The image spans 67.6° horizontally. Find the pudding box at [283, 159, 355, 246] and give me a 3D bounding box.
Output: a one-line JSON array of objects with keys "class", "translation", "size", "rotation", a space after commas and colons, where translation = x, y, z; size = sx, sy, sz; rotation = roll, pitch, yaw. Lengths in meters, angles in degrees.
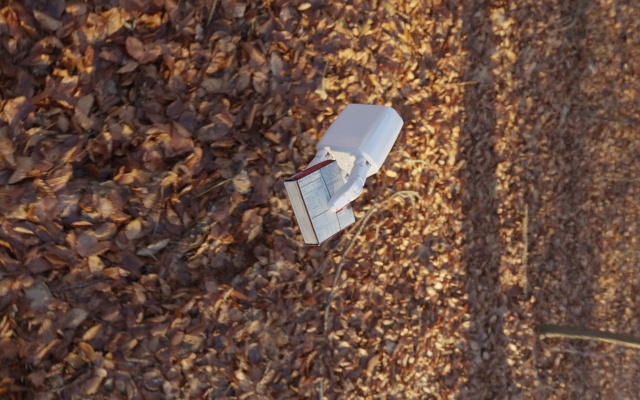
[{"class": "pudding box", "translation": [0.000, 0.002, 0.750], "size": [0.090, 0.113, 0.039], "rotation": [-29, 16, -36]}]
